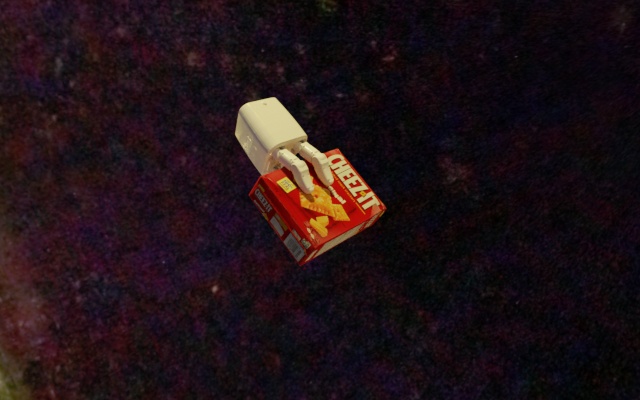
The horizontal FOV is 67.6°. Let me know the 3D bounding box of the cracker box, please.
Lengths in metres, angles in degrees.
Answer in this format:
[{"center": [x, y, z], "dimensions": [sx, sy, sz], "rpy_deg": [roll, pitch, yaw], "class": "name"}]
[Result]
[{"center": [0.000, 0.003, 0.899], "dimensions": [0.213, 0.164, 0.072], "rpy_deg": [-25, -18, -43], "class": "cracker box"}]
